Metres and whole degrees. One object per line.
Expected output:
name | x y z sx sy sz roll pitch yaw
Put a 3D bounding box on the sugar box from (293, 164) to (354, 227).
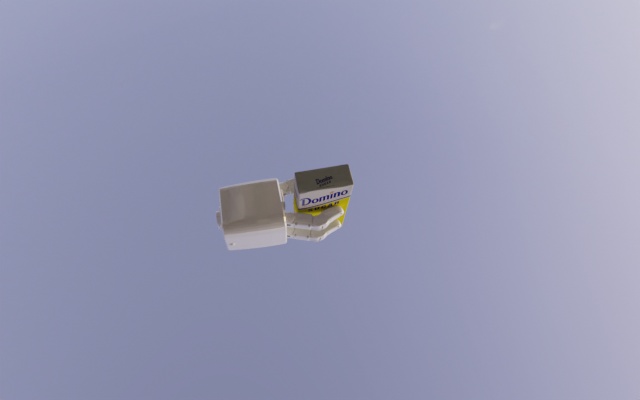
sugar box | 0.000 0.003 0.840 0.093 0.048 0.176 -10 -22 -8
